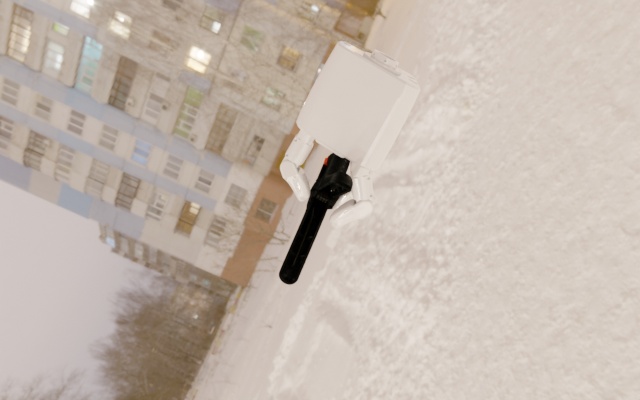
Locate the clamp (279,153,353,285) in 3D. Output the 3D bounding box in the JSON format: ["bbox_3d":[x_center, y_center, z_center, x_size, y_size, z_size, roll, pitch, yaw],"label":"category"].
[{"bbox_3d":[0.000,0.001,0.620,0.036,0.165,0.210,27,24,-6],"label":"clamp"}]
